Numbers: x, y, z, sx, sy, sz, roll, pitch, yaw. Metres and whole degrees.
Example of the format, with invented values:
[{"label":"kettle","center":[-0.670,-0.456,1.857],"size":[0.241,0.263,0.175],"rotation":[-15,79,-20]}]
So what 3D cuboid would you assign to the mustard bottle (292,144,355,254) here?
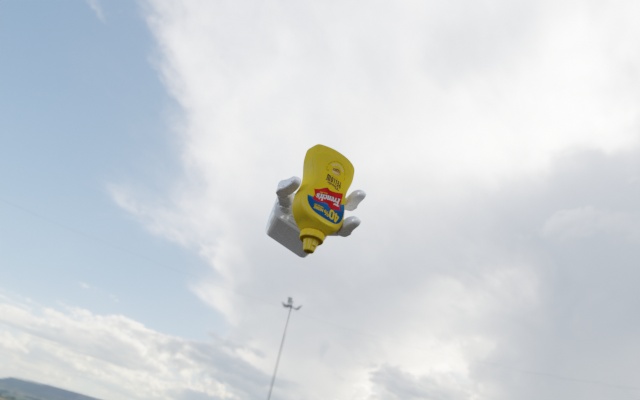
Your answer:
[{"label":"mustard bottle","center":[0.000,0.002,0.820],"size":[0.096,0.191,0.058],"rotation":[33,-34,-29]}]
